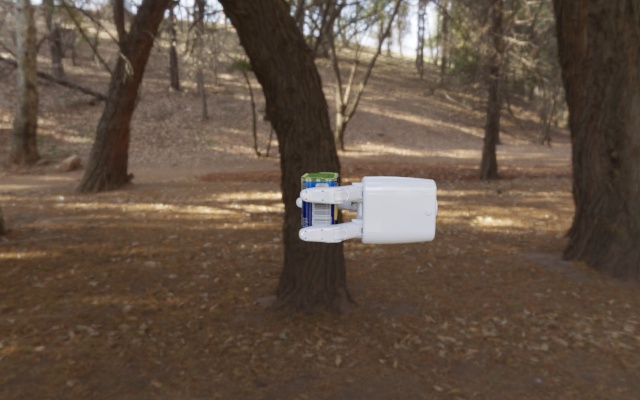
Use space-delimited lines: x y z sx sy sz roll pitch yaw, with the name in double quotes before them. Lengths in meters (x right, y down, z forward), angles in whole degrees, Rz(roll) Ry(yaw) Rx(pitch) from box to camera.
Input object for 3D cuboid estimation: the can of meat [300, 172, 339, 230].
"can of meat" 0.000 0.002 0.725 0.057 0.084 0.102 1 8 4
